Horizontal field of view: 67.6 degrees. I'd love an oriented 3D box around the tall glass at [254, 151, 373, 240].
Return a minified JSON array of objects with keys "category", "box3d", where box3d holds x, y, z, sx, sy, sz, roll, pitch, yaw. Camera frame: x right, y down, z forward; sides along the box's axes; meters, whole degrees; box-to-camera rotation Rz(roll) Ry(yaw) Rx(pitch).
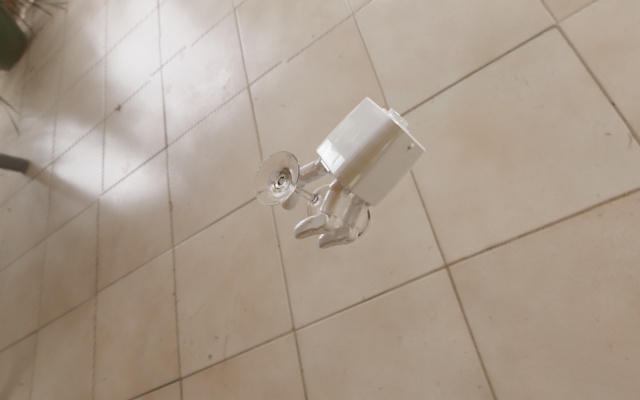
[{"category":"tall glass","box3d":[0.000,0.002,0.682,0.079,0.079,0.201,0,-18,37]}]
